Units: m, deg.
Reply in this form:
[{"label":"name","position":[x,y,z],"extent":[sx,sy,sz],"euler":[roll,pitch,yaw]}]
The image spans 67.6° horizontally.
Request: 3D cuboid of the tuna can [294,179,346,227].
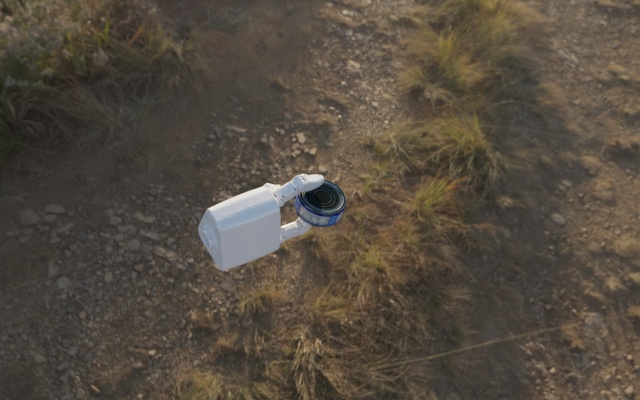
[{"label":"tuna can","position":[0.000,0.002,0.816],"extent":[0.086,0.086,0.034],"euler":[0,-42,-19]}]
